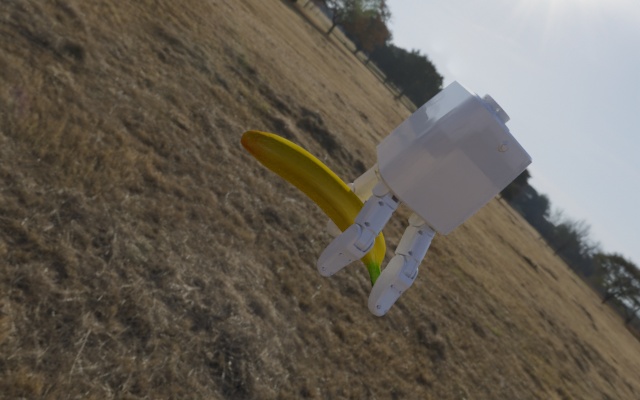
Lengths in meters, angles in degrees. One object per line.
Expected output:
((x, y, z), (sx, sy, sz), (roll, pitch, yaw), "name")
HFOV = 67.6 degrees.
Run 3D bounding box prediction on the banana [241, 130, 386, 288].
((0.005, -0.003, 0.470), (0.037, 0.198, 0.069), (-40, 11, 21), "banana")
